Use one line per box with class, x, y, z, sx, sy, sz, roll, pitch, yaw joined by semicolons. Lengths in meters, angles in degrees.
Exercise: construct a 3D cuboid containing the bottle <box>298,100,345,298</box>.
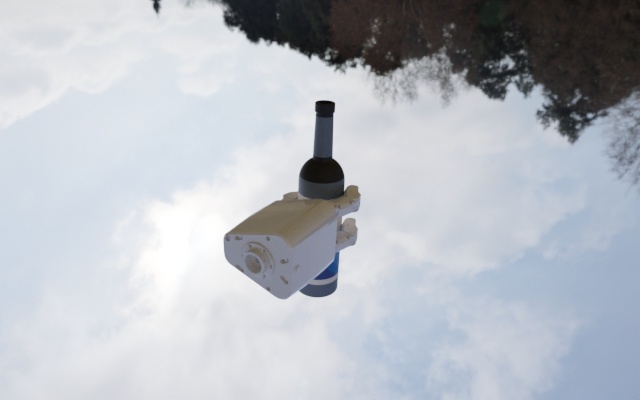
bottle;0.000;0.002;0.698;0.069;0.296;0.069;2;25;-1
